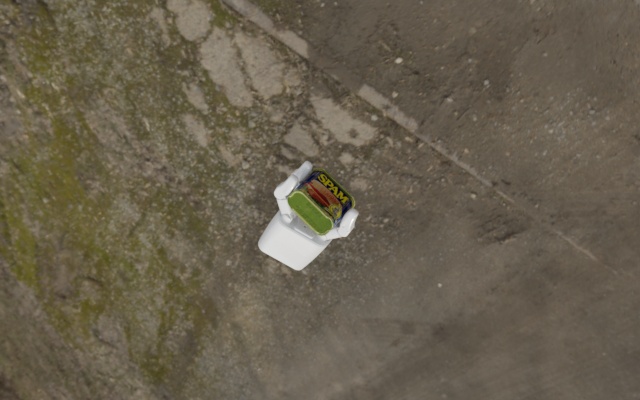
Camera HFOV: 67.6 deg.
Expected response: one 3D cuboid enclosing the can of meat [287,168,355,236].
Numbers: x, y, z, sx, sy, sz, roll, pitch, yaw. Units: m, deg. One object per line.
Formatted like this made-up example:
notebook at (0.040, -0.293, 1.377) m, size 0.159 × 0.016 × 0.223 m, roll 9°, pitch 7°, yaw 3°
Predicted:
can of meat at (0.000, 0.003, 0.866) m, size 0.057 × 0.102 × 0.084 m, roll -46°, pitch -1°, yaw 43°
